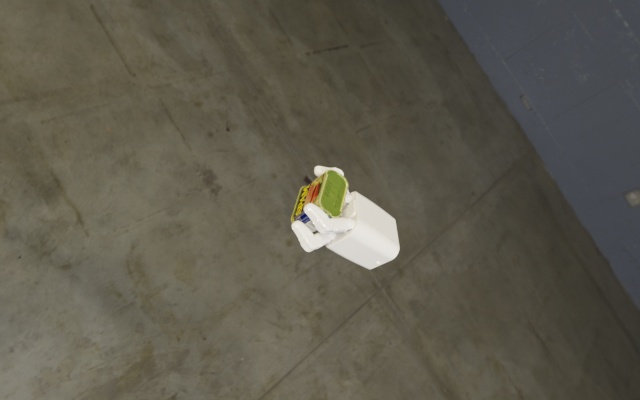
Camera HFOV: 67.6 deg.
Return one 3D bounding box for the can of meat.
[{"bbox_3d":[0.000,0.003,0.867,0.057,0.102,0.084,33,-41,-21],"label":"can of meat"}]
